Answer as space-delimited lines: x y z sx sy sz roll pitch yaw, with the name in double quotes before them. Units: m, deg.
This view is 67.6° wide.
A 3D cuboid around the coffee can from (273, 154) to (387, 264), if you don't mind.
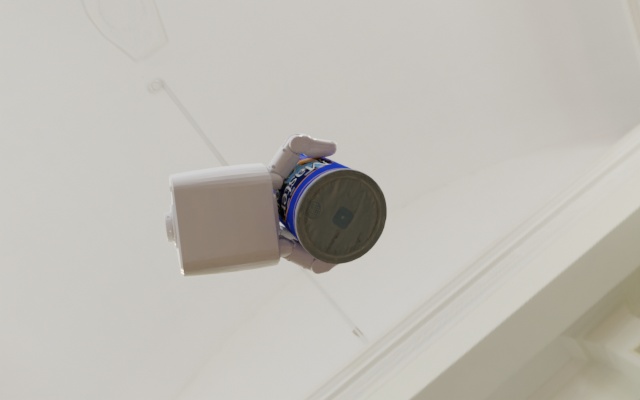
"coffee can" 0.000 0.002 0.559 0.103 0.103 0.140 0 14 -20
